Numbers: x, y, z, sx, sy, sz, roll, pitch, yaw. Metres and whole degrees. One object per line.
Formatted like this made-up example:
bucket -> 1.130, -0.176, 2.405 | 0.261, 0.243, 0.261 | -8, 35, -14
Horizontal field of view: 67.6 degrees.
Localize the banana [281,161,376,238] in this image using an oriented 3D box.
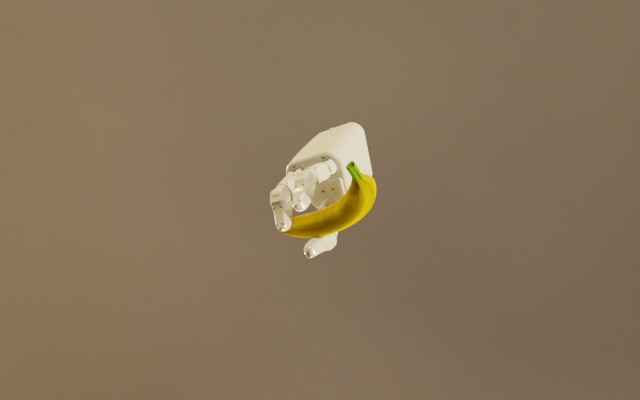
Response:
banana -> 0.017, 0.011, 0.631 | 0.069, 0.037, 0.198 | 36, -41, -10
